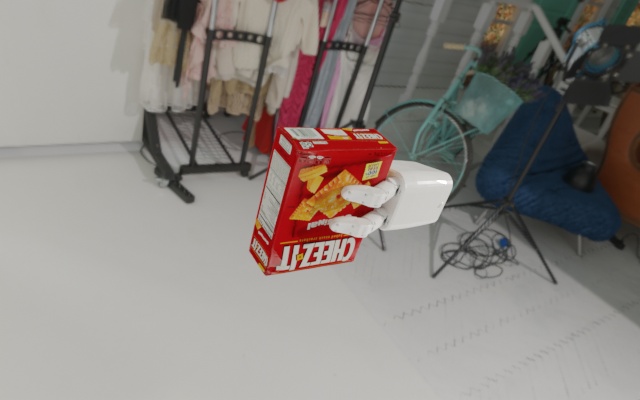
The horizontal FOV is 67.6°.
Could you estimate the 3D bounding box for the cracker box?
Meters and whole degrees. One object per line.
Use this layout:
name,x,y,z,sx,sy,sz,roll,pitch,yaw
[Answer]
cracker box,0.000,0.002,0.697,0.164,0.214,0.072,-4,36,-32
